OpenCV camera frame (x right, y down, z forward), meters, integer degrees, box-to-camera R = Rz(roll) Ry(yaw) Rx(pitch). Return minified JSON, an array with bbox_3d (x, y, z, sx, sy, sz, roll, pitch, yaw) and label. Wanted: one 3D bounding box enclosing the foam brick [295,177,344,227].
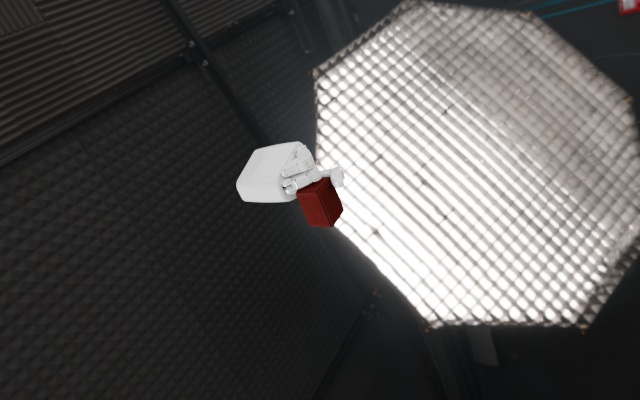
[{"bbox_3d":[0.000,0.003,0.868,0.051,0.078,0.053,-3,32,36],"label":"foam brick"}]
